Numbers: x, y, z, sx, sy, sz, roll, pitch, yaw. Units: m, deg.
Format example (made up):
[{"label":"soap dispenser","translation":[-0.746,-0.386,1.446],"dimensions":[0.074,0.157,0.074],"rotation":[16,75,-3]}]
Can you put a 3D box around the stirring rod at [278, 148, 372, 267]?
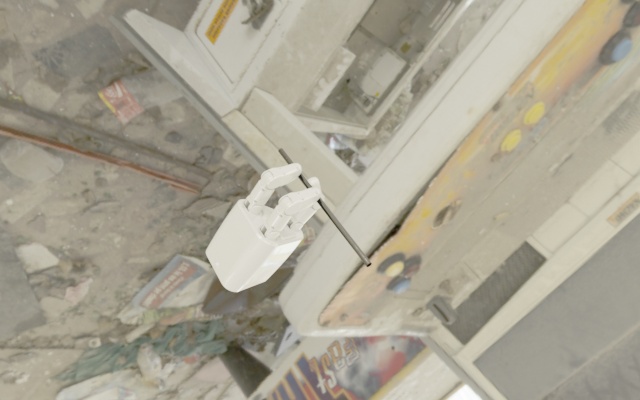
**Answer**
[{"label":"stirring rod","translation":[0.000,0.002,0.672],"dimensions":[0.011,0.011,0.239],"rotation":[0,42,-44]}]
